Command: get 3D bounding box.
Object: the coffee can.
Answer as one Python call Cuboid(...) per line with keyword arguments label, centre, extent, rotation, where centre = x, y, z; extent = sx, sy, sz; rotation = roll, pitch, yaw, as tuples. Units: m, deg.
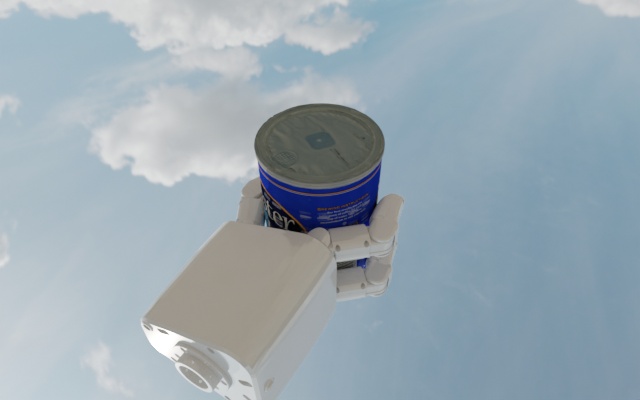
Cuboid(label="coffee can", centre=(0.000, 0.001, 0.423), extent=(0.103, 0.140, 0.102), rotation=(-1, 44, 1))
